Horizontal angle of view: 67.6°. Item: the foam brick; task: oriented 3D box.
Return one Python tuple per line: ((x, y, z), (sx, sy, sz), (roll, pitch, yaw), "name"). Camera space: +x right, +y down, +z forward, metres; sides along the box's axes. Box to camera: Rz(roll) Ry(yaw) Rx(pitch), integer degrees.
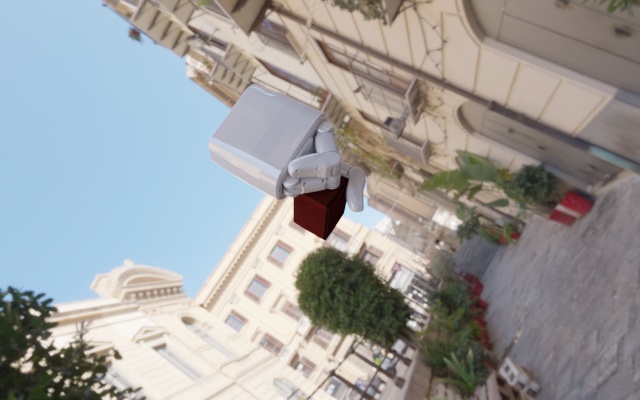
((0.000, 0.002, 0.610), (0.051, 0.053, 0.078), (27, -33, 16), "foam brick")
